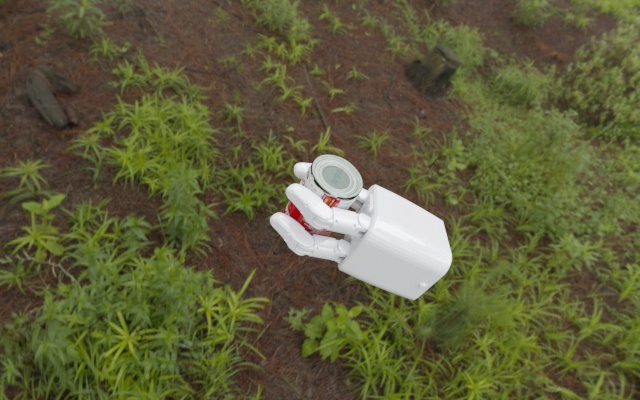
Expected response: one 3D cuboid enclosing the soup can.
[{"bbox_3d":[0.000,0.001,0.584,0.068,0.068,0.102,0,-37,-30],"label":"soup can"}]
